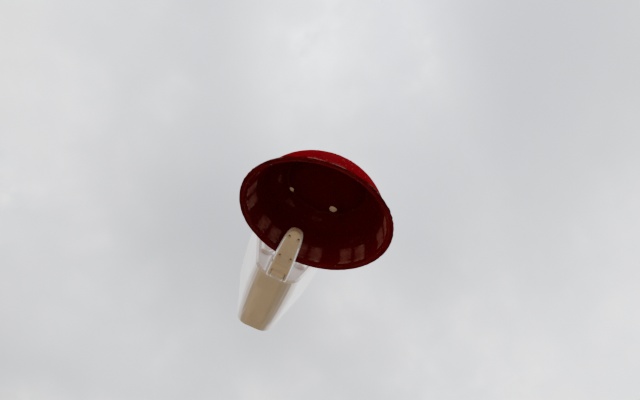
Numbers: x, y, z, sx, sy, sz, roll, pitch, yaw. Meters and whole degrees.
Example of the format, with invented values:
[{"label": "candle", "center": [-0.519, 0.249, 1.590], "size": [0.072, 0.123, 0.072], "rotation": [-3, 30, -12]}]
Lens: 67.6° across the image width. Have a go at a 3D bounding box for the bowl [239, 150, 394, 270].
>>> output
[{"label": "bowl", "center": [0.001, 0.001, 0.498], "size": [0.162, 0.162, 0.055], "rotation": [0, 44, 22]}]
